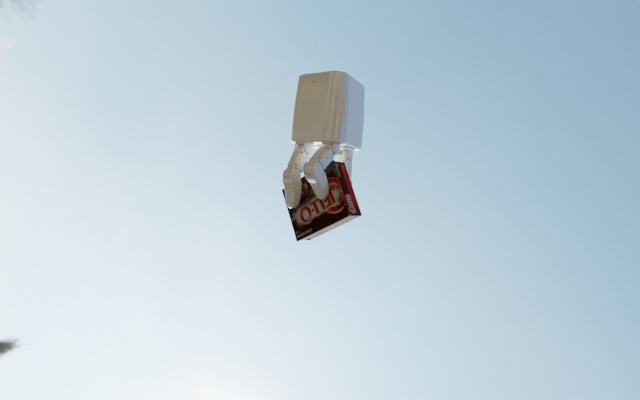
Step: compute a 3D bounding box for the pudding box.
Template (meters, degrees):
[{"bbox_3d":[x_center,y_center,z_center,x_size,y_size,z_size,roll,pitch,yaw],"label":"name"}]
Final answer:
[{"bbox_3d":[0.000,0.002,0.735,0.113,0.090,0.039,-30,-21,36],"label":"pudding box"}]
